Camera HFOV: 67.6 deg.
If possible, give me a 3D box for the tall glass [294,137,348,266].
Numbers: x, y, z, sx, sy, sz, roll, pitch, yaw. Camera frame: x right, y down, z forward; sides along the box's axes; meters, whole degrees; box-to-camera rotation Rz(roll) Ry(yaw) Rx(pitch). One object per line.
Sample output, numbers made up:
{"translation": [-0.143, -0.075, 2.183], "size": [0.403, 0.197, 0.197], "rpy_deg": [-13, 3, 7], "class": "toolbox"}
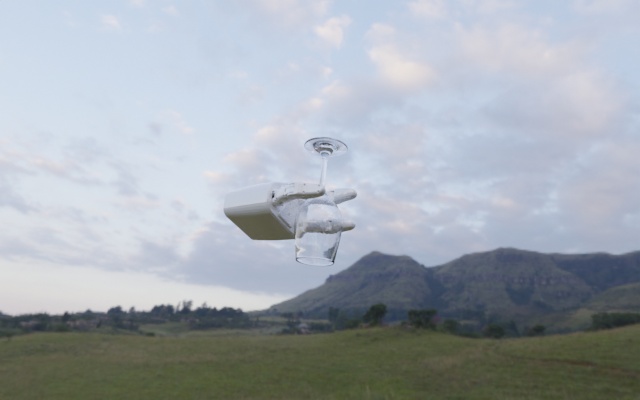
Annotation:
{"translation": [0.000, 0.002, 0.780], "size": [0.079, 0.201, 0.079], "rpy_deg": [5, -19, 2], "class": "tall glass"}
